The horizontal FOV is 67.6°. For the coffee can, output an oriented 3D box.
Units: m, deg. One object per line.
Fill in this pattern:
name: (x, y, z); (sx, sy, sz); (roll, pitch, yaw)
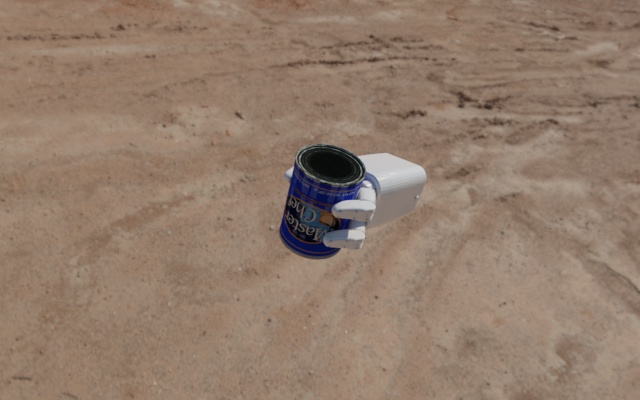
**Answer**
coffee can: (0.000, 0.002, 0.706); (0.103, 0.140, 0.102); (10, 37, -7)
